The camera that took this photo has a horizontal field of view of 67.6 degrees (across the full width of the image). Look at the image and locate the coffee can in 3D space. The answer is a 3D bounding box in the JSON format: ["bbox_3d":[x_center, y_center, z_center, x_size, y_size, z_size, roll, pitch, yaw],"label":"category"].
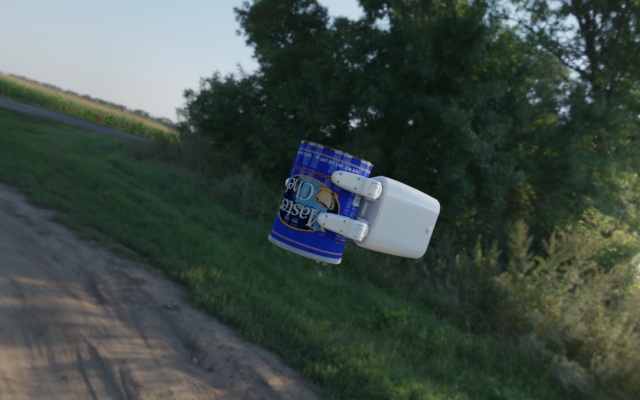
[{"bbox_3d":[0.000,0.002,0.644,0.103,0.140,0.103,19,2,-1],"label":"coffee can"}]
